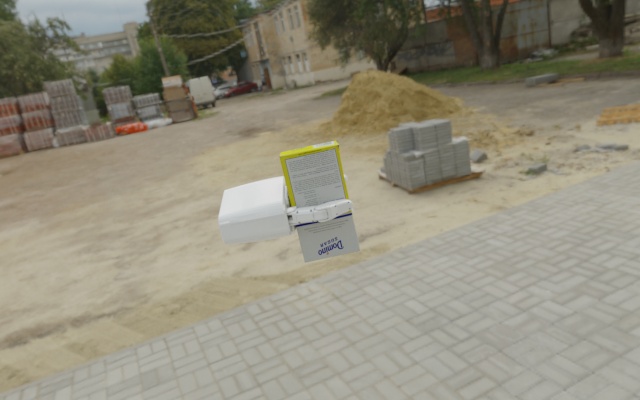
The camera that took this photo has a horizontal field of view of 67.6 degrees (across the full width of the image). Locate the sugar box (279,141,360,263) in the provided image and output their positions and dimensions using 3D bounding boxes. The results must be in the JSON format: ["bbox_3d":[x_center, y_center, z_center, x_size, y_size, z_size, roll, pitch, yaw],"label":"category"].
[{"bbox_3d":[0.000,0.002,0.755,0.093,0.176,0.048,-12,16,1],"label":"sugar box"}]
